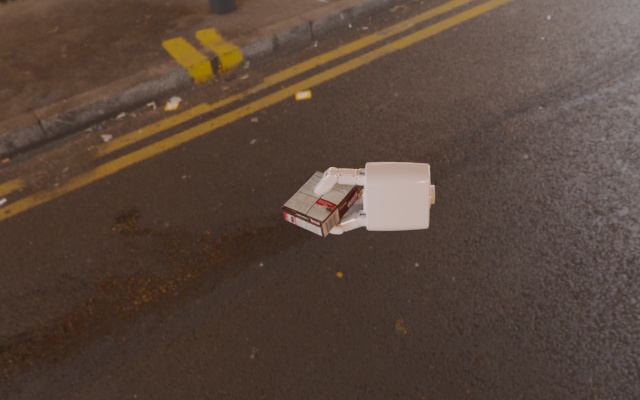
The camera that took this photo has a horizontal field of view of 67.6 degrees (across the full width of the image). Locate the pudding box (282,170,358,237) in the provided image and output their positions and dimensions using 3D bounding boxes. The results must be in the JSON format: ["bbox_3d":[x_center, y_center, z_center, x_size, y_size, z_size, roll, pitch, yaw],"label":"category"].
[{"bbox_3d":[0.000,0.003,0.848,0.090,0.039,0.113,21,49,29],"label":"pudding box"}]
